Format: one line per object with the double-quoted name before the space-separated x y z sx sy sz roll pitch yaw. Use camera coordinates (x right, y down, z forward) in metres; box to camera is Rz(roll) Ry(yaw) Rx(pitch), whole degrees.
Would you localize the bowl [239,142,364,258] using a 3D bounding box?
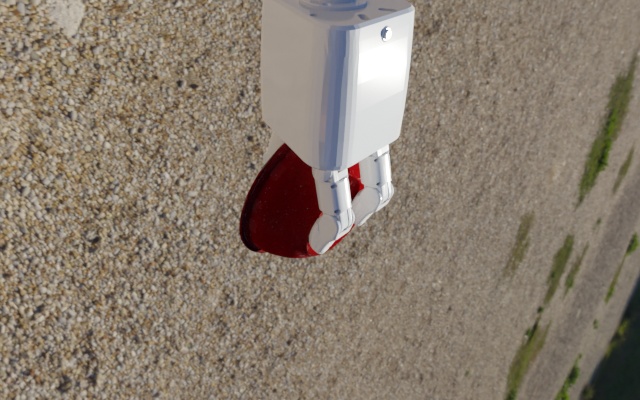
"bowl" 0.000 0.003 0.466 0.055 0.162 0.162 39 18 24
